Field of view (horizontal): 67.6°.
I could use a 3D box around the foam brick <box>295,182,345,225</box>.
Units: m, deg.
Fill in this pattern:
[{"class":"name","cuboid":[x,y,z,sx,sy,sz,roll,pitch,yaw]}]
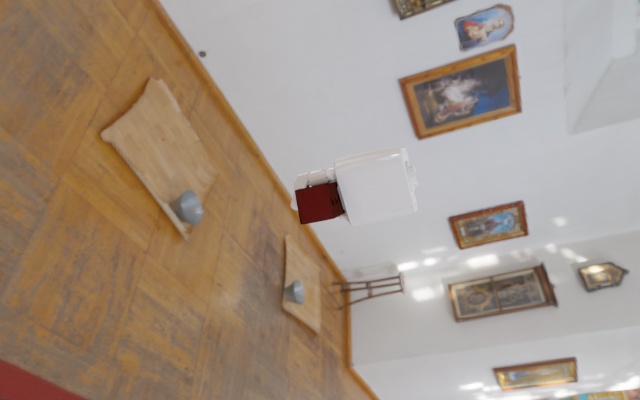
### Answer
[{"class":"foam brick","cuboid":[0.000,0.003,0.721,0.051,0.053,0.078,-10,3,16]}]
